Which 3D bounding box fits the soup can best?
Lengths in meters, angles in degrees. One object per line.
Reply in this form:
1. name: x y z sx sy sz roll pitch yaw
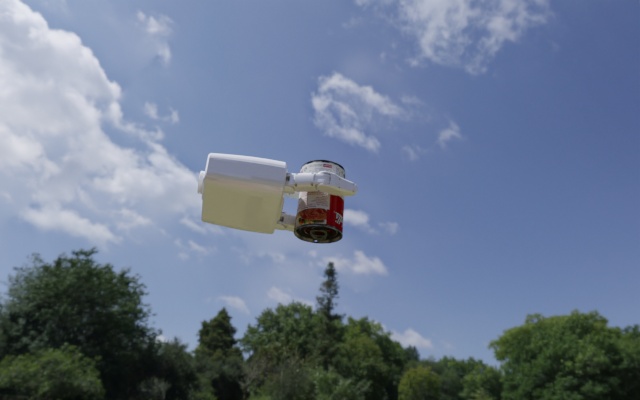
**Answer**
1. soup can: 0.001 0.002 0.678 0.068 0.102 0.068 3 -25 2
